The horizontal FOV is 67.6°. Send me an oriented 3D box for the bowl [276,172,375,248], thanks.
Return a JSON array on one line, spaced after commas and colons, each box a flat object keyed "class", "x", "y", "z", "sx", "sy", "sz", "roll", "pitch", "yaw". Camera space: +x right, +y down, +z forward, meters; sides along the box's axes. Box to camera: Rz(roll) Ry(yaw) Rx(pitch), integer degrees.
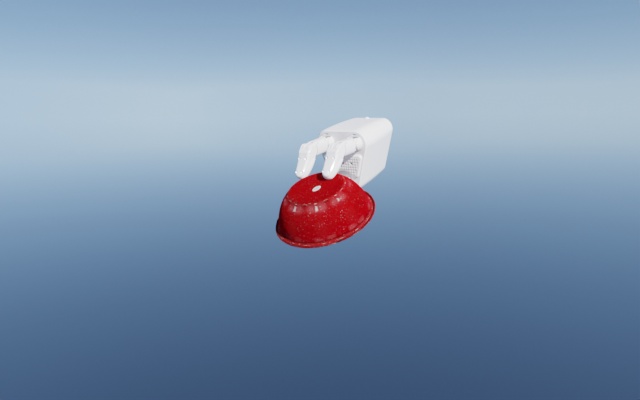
[{"class": "bowl", "x": 0.000, "y": 0.003, "z": 0.733, "sx": 0.162, "sy": 0.055, "sz": 0.162, "roll": -13, "pitch": 31, "yaw": 8}]
